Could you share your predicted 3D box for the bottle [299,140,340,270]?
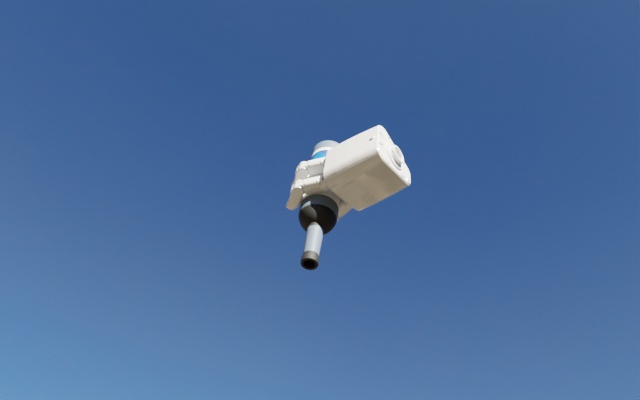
[{"bbox_3d":[0.000,0.003,0.835,0.069,0.069,0.295,0,40,9],"label":"bottle"}]
